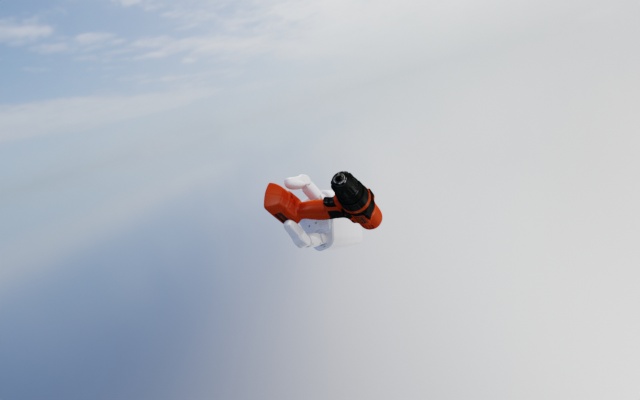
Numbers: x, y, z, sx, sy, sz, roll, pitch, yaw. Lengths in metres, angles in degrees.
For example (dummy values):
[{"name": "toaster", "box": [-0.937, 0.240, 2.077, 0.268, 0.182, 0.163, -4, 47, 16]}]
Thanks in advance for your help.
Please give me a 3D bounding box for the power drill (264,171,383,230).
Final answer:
[{"name": "power drill", "box": [0.000, 0.003, 0.826, 0.187, 0.057, 0.184, 1, -24, 24]}]
